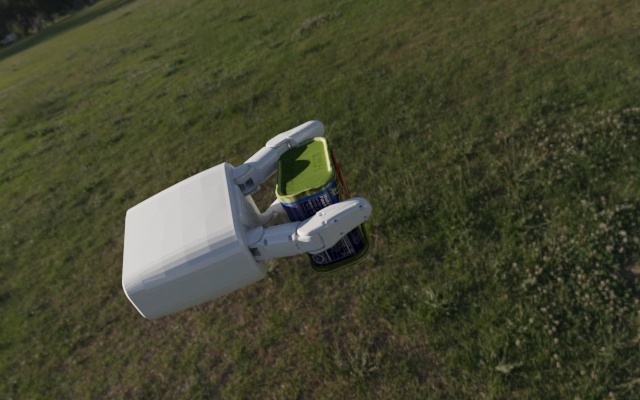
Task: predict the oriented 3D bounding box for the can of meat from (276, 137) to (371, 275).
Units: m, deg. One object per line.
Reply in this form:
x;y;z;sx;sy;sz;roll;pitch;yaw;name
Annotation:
0.000;0.001;0.431;0.057;0.084;0.102;-21;30;8;can of meat
